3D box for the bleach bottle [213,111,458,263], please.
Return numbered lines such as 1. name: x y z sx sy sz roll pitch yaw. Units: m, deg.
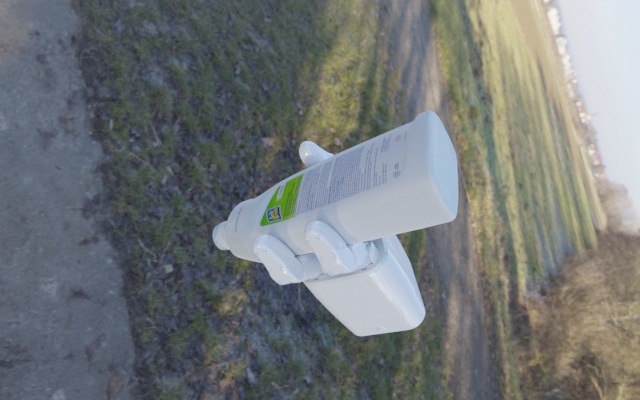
1. bleach bottle: 0.000 0.002 0.460 0.251 0.102 0.068 -17 -52 29
